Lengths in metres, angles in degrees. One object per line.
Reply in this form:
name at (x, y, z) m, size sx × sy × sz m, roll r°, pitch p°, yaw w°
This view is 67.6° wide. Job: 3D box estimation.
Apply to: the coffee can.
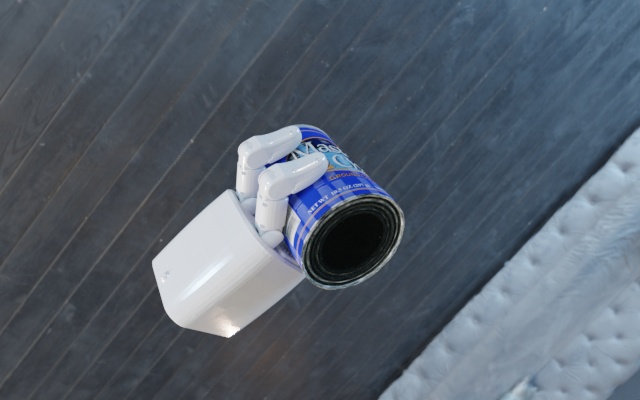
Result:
coffee can at (0.000, 0.001, 0.465) m, size 0.103 × 0.103 × 0.140 m, roll 0°, pitch 32°, yaw -31°
